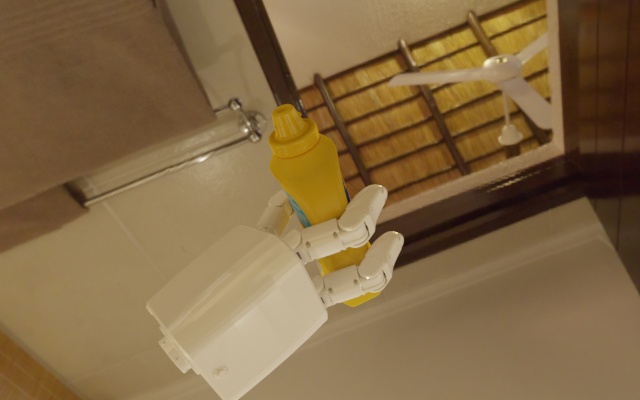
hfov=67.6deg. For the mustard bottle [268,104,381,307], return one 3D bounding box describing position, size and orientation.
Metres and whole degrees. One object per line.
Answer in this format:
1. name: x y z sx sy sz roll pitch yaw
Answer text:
1. mustard bottle: 0.000 0.001 0.427 0.058 0.192 0.096 -25 35 -1
